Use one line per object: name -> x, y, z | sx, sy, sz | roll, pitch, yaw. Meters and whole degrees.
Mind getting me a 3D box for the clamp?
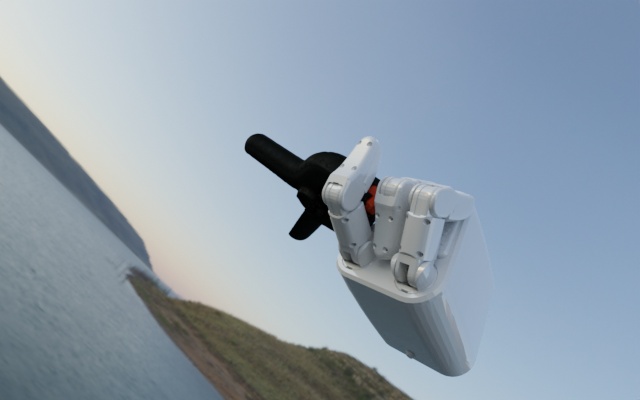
clamp -> 0.001, 0.001, 0.432 | 0.039, 0.120, 0.171 | -41, 35, -22
